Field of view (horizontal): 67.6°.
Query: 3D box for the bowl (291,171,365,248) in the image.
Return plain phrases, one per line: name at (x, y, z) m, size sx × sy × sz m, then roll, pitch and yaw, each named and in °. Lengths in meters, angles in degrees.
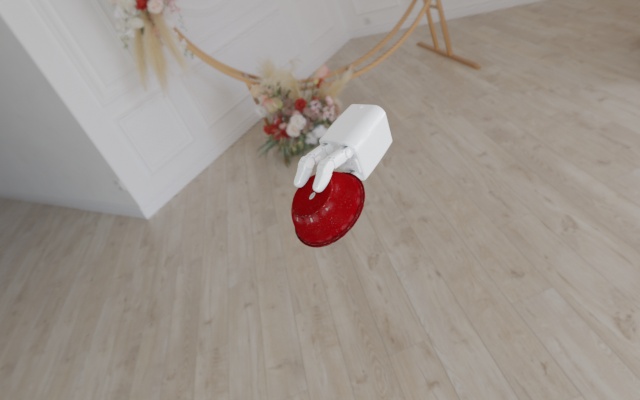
bowl at (-0.001, 0.004, 0.875) m, size 0.162 × 0.162 × 0.055 m, roll 0°, pitch -30°, yaw 43°
